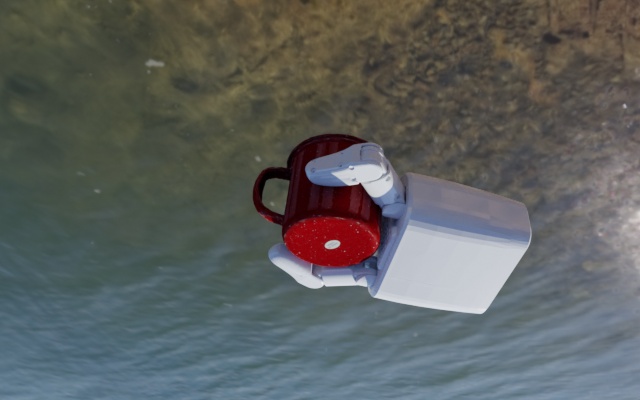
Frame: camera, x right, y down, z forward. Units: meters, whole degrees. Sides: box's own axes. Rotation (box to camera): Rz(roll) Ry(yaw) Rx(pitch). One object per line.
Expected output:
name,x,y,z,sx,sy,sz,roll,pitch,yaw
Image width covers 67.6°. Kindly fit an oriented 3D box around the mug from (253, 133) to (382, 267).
mug,-0.001,0.001,0.409,0.117,0.081,0.093,12,-38,-6
